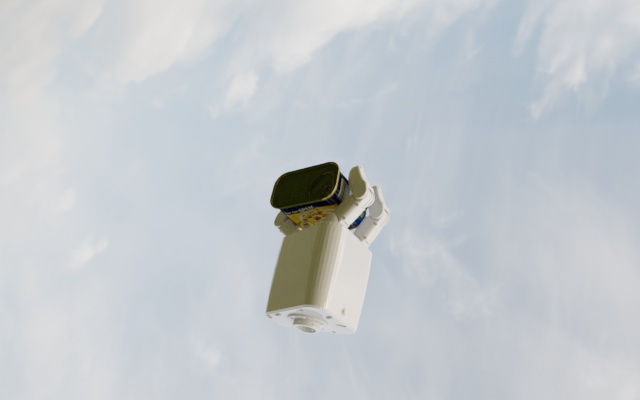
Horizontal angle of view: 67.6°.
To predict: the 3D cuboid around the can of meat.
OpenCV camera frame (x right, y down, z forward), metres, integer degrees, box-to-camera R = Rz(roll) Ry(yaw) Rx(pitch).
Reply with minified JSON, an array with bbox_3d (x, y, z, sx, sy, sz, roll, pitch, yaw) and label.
[{"bbox_3d":[0.000,0.002,0.629,0.102,0.057,0.084,-12,-39,32],"label":"can of meat"}]
